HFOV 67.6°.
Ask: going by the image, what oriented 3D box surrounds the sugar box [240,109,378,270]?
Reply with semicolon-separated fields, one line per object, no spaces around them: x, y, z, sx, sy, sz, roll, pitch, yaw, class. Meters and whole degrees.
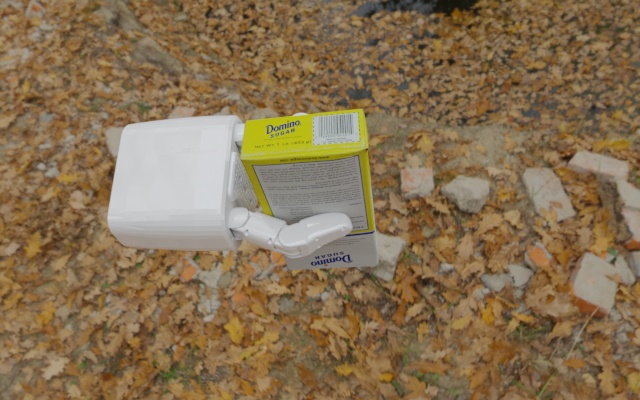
0.000;0.001;0.416;0.093;0.048;0.176;-4;-33;7;sugar box
